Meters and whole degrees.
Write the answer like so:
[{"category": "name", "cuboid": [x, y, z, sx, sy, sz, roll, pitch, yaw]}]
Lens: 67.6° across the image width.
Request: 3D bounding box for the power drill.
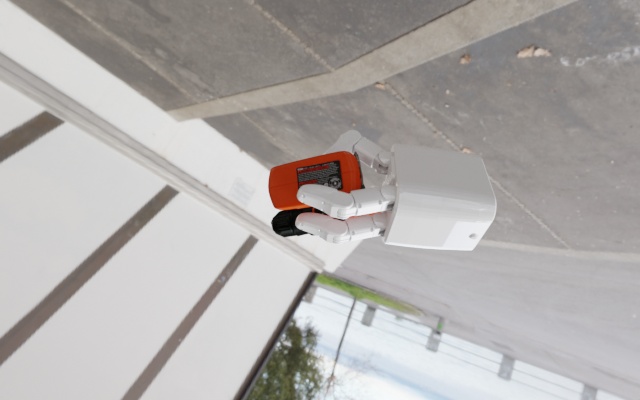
[{"category": "power drill", "cuboid": [0.000, 0.002, 0.612, 0.184, 0.057, 0.188, -13, -16, 12]}]
